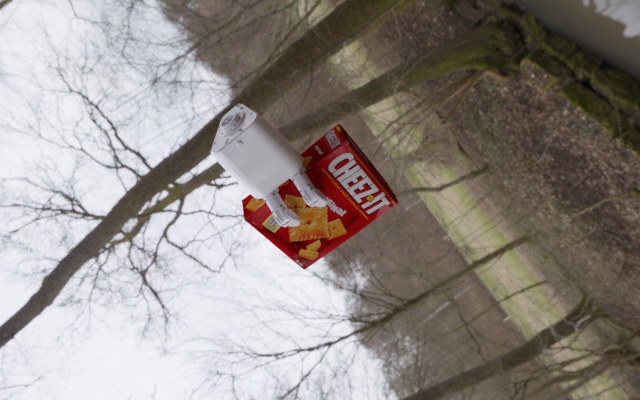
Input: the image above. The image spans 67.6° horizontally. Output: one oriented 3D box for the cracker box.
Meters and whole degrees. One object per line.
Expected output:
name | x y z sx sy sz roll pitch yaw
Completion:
cracker box | 0.000 0.003 0.814 0.214 0.164 0.072 -36 34 12
